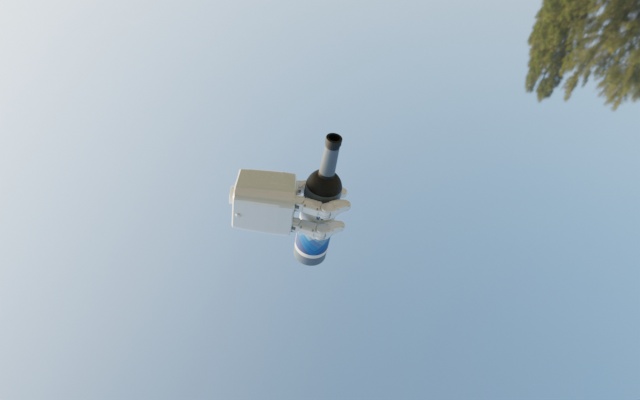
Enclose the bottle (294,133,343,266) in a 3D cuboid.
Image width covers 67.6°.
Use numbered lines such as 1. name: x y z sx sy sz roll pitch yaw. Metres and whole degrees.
1. bottle: 0.000 0.003 0.873 0.069 0.296 0.069 6 44 -6
